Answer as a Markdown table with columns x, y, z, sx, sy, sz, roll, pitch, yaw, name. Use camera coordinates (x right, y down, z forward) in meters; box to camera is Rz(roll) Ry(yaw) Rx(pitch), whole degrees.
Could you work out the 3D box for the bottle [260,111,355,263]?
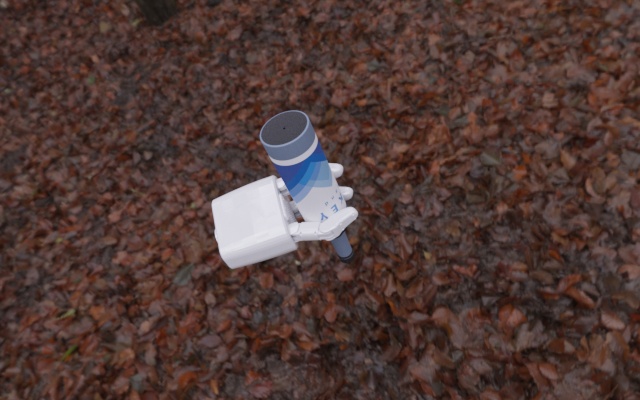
| x | y | z | sx | sy | sz | roll | pitch | yaw | name |
| --- | --- | --- | --- | --- | --- | --- | --- | --- | --- |
| 0.000 | 0.002 | 0.699 | 0.069 | 0.069 | 0.296 | 0 | -39 | 23 | bottle |
